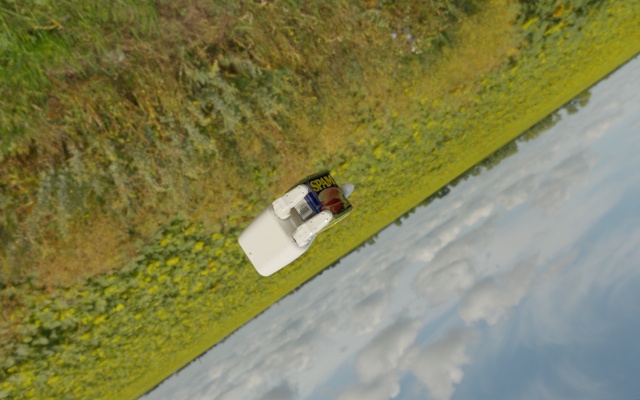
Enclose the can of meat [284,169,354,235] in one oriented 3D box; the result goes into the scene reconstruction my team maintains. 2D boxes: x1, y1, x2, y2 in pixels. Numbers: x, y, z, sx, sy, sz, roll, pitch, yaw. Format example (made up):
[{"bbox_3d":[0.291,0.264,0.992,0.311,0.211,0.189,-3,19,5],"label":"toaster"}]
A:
[{"bbox_3d":[0.000,0.003,0.796,0.057,0.084,0.102,-39,-8,32],"label":"can of meat"}]
